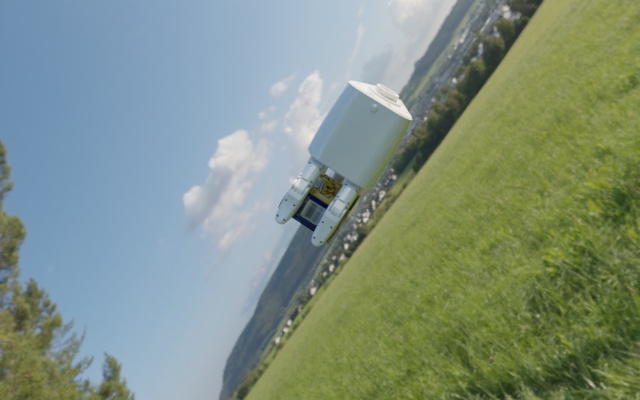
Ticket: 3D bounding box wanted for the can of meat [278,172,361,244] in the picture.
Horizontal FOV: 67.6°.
[{"bbox_3d":[0.000,0.002,0.660,0.084,0.057,0.102,33,26,4],"label":"can of meat"}]
